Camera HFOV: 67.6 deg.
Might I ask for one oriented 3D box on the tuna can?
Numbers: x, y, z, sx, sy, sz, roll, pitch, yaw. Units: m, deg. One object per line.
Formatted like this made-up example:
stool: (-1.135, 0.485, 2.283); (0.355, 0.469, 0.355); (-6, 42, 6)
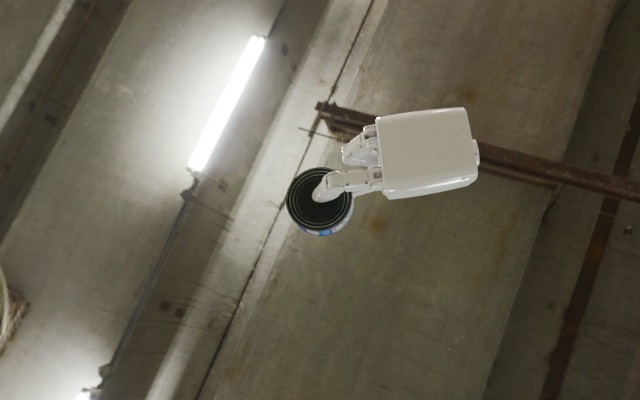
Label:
tuna can: (0.000, 0.002, 0.621); (0.086, 0.086, 0.034); (0, -17, 9)
